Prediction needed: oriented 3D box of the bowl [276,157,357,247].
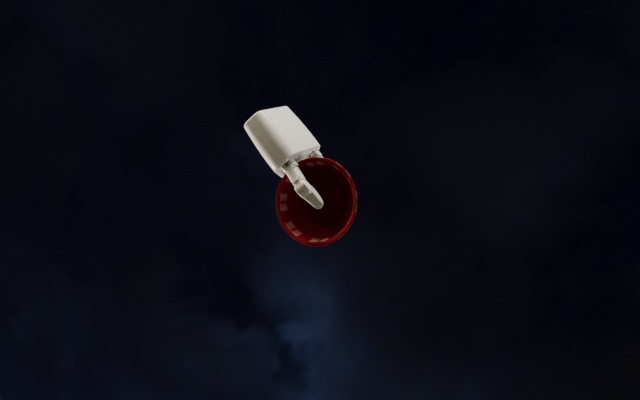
[{"bbox_3d":[0.001,0.004,0.883,0.162,0.162,0.055,0,-2,25],"label":"bowl"}]
